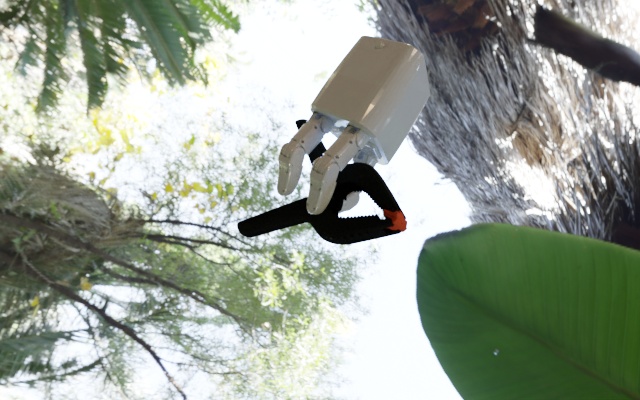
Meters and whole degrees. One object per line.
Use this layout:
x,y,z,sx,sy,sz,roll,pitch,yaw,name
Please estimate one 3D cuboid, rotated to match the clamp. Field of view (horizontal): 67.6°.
0.001,0.002,0.537,0.210,0.164,0.036,29,-5,41,clamp
